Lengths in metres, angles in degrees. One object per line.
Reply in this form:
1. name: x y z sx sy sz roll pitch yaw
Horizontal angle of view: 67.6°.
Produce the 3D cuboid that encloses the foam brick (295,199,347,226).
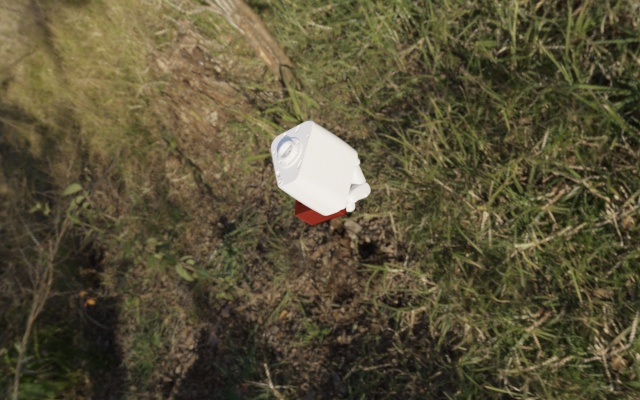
1. foam brick: 0.000 0.003 0.824 0.078 0.053 0.051 -21 -35 35
